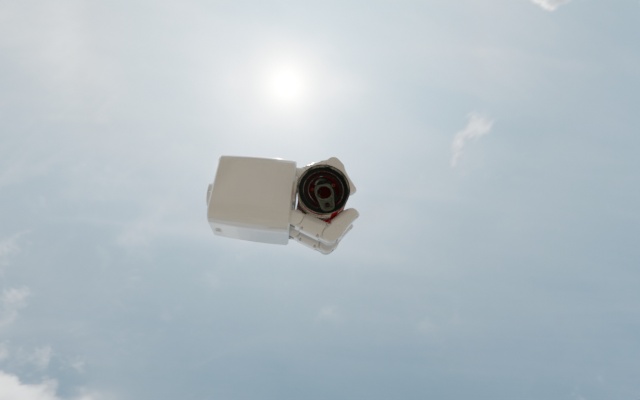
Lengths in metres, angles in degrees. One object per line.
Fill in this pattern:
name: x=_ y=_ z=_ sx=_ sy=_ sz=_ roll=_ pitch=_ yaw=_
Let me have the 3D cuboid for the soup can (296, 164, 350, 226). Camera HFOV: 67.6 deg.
soup can: x=0.001 y=0.002 z=0.652 sx=0.068 sy=0.068 sz=0.102 roll=0 pitch=-20 yaw=-5
